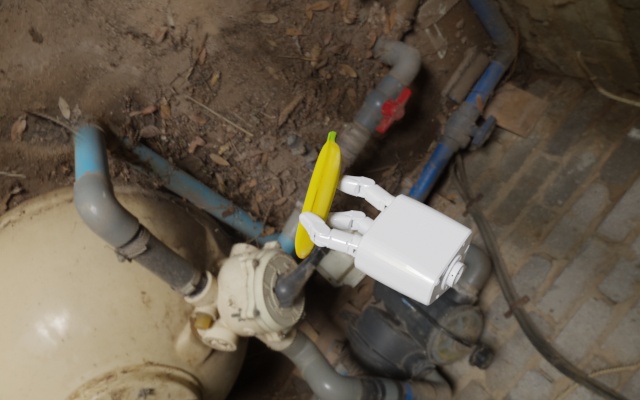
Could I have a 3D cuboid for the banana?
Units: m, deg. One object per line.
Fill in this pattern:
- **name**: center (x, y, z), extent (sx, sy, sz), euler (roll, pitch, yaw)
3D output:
- **banana**: center (-0.002, 0.003, 0.679), extent (0.037, 0.198, 0.069), euler (18, 14, 5)
